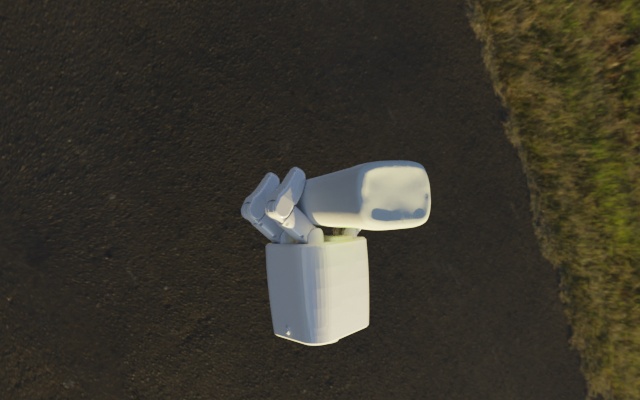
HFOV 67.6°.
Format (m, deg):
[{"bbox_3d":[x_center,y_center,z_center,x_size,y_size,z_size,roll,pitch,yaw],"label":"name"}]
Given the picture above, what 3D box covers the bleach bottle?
[{"bbox_3d":[0.000,0.002,0.560,0.102,0.068,0.251,-2,-2,-36],"label":"bleach bottle"}]
